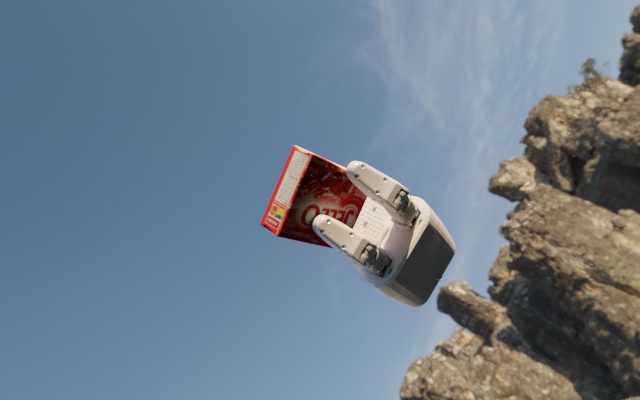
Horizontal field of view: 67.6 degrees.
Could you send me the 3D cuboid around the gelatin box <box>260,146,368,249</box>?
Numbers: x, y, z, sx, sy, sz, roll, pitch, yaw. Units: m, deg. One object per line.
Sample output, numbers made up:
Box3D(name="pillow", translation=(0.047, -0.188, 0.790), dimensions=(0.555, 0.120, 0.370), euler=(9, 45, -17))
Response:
Box3D(name="gelatin box", translation=(0.000, 0.001, 0.419), dimensions=(0.089, 0.073, 0.030), euler=(19, 7, -46))
